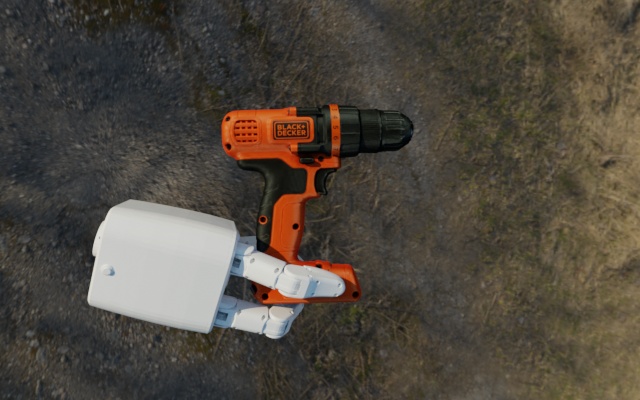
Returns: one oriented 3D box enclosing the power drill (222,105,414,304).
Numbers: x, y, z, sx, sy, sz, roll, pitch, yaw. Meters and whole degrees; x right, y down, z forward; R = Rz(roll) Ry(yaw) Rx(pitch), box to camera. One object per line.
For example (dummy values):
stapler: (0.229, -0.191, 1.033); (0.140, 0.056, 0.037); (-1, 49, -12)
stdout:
power drill: (0.000, 0.002, 0.462); (0.184, 0.187, 0.057); (-1, -1, -2)
